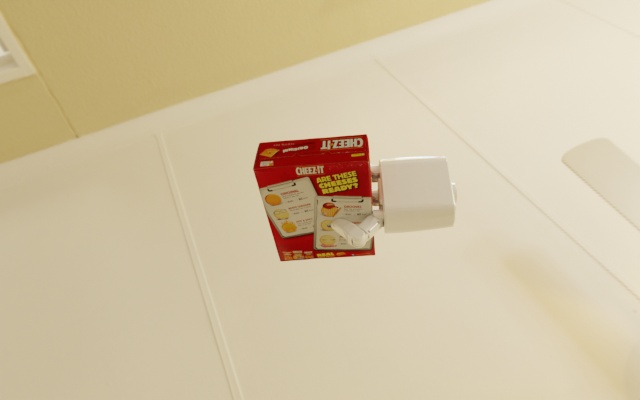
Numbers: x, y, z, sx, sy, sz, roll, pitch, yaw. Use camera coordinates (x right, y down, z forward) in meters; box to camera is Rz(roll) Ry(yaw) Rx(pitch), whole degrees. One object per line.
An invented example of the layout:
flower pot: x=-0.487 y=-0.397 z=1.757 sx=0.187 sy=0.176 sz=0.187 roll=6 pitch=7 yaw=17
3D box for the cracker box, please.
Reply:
cracker box: x=0.000 y=0.003 z=0.748 sx=0.164 sy=0.072 sz=0.214 roll=-4 pitch=-45 yaw=6
